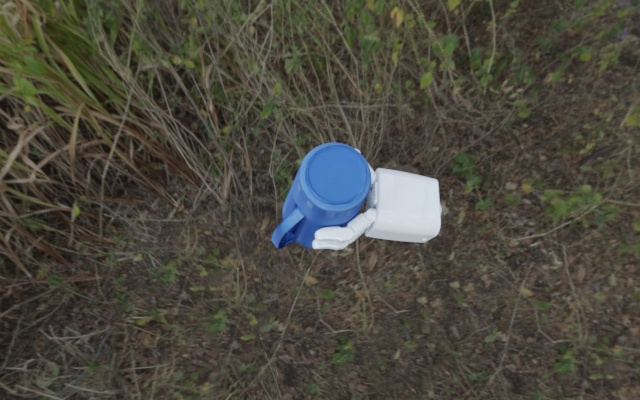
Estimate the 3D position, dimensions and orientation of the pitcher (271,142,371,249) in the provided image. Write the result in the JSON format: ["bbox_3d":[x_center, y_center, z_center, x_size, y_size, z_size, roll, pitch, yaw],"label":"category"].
[{"bbox_3d":[0.000,0.003,0.800,0.145,0.149,0.243,9,-17,-5],"label":"pitcher"}]
